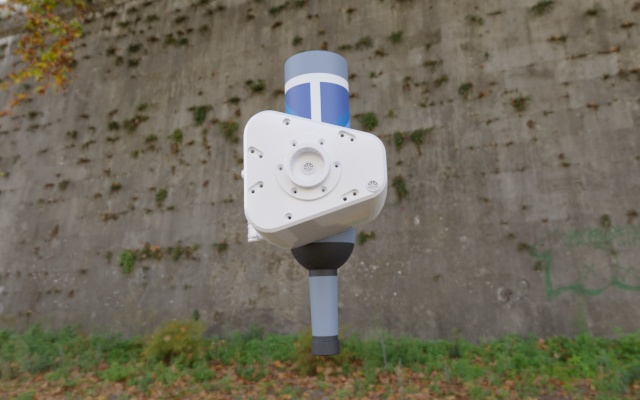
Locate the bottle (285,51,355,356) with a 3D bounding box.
[{"bbox_3d":[0.000,0.001,0.481,0.069,0.295,0.069,-2,-10,0],"label":"bottle"}]
